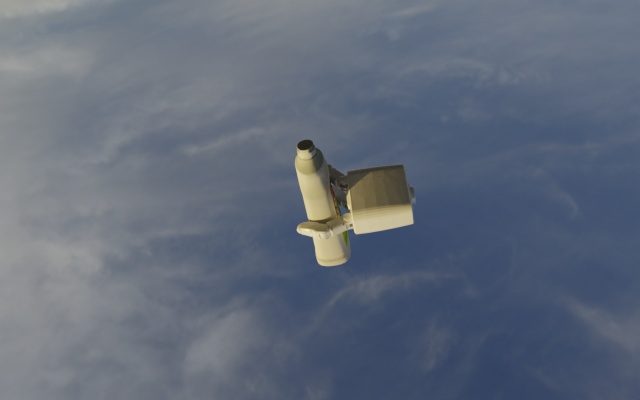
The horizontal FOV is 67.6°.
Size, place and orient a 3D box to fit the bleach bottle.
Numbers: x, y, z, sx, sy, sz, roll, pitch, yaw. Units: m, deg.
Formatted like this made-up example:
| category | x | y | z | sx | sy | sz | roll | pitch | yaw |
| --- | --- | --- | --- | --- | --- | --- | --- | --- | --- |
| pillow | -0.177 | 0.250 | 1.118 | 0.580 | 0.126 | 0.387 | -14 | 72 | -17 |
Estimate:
| category | x | y | z | sx | sy | sz | roll | pitch | yaw |
| --- | --- | --- | --- | --- | --- | --- | --- | --- | --- |
| bleach bottle | 0.000 | 0.003 | 0.863 | 0.068 | 0.251 | 0.102 | -10 | 43 | 6 |
